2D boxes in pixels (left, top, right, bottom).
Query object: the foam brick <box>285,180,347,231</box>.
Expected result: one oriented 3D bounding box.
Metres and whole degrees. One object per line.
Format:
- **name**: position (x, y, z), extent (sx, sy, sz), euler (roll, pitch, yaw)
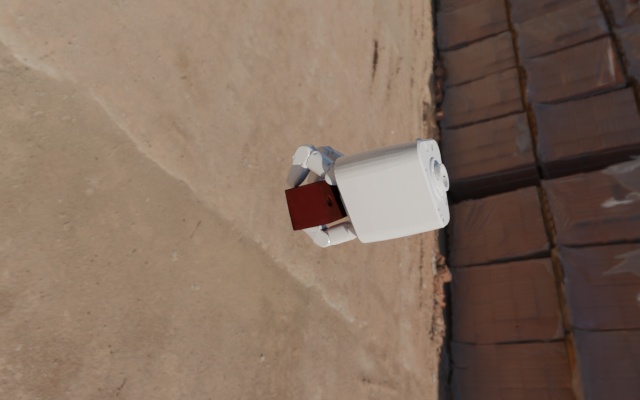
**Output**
- **foam brick**: position (0.000, 0.002, 0.600), extent (0.051, 0.053, 0.078), euler (-12, 3, 29)
